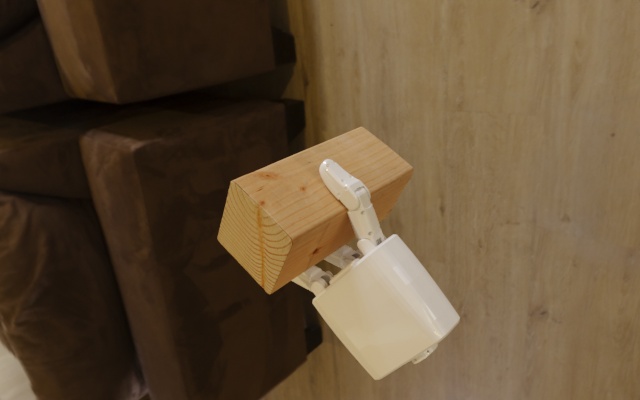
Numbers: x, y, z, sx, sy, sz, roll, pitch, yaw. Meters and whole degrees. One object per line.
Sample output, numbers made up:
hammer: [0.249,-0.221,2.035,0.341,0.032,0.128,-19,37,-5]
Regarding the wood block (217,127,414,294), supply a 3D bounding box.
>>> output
wood block: [0.000,0.002,0.534,0.090,0.091,0.206,43,45,20]
